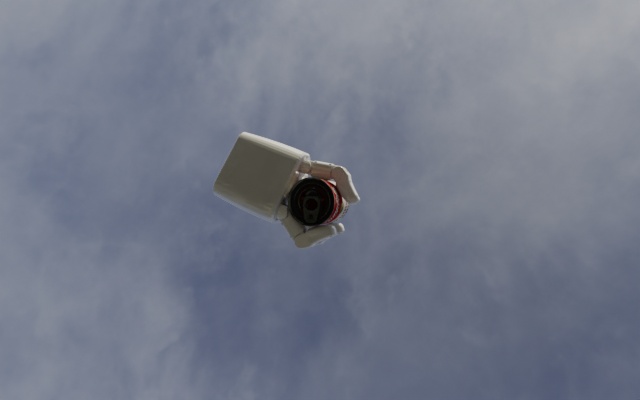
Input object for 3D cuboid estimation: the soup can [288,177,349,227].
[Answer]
[{"bbox_3d":[0.001,0.002,0.700,0.068,0.068,0.102,0,0,15],"label":"soup can"}]
